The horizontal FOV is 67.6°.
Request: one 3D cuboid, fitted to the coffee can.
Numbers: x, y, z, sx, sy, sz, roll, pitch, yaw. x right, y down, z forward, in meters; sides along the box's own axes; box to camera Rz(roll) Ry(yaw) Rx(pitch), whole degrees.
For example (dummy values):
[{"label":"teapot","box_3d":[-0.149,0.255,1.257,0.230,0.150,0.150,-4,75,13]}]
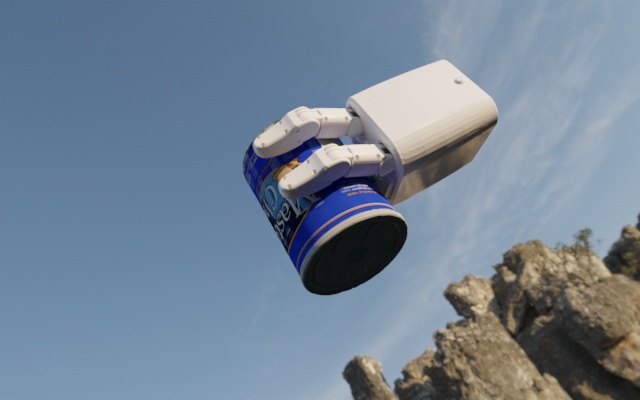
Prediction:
[{"label":"coffee can","box_3d":[0.000,0.002,0.446,0.103,0.103,0.140,0,43,-38]}]
